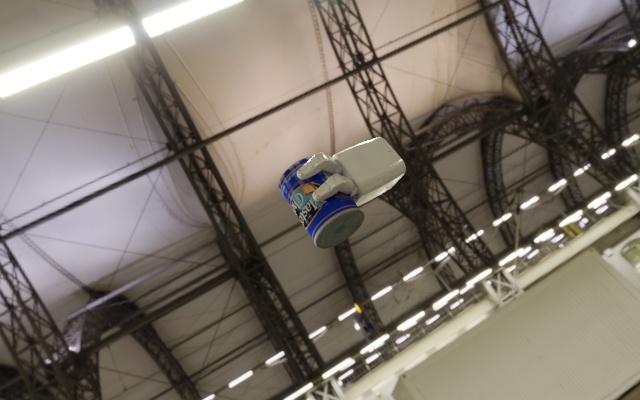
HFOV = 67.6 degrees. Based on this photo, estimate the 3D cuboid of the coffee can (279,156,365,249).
[{"bbox_3d":[0.000,0.003,0.880,0.103,0.140,0.103,-27,-29,-16],"label":"coffee can"}]
